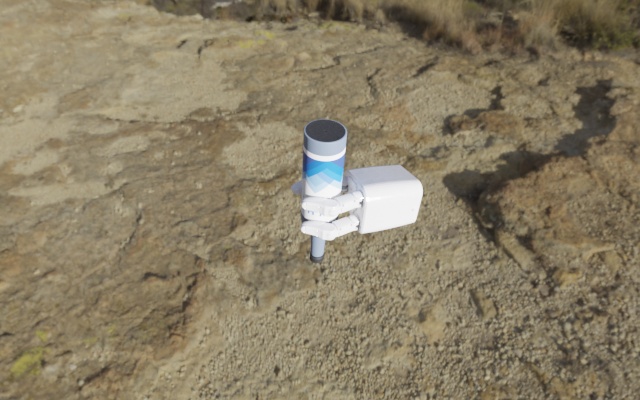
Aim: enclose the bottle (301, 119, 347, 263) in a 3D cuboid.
[{"bbox_3d":[0.000,0.003,0.826,0.069,0.296,0.069,2,42,-2],"label":"bottle"}]
